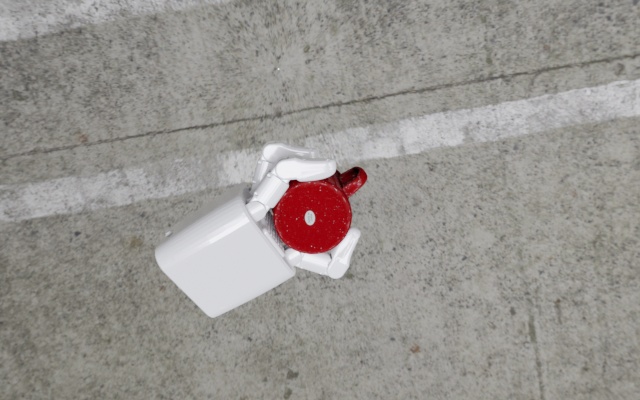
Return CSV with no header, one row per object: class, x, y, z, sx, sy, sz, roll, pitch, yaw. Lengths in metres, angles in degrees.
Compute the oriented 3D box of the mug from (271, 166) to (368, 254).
mug,0.001,0.001,0.519,0.117,0.093,0.081,-30,16,5
